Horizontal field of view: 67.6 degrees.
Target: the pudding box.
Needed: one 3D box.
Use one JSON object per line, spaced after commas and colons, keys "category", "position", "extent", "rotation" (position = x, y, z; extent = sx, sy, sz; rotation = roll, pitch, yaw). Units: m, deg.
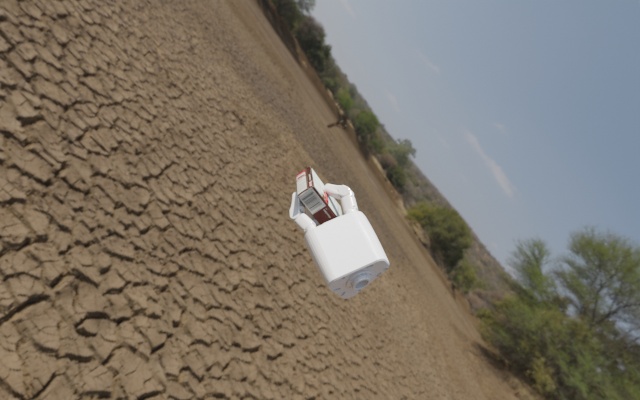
{"category": "pudding box", "position": [0.000, 0.003, 0.897], "extent": [0.039, 0.113, 0.090], "rotation": [-31, 26, 10]}
